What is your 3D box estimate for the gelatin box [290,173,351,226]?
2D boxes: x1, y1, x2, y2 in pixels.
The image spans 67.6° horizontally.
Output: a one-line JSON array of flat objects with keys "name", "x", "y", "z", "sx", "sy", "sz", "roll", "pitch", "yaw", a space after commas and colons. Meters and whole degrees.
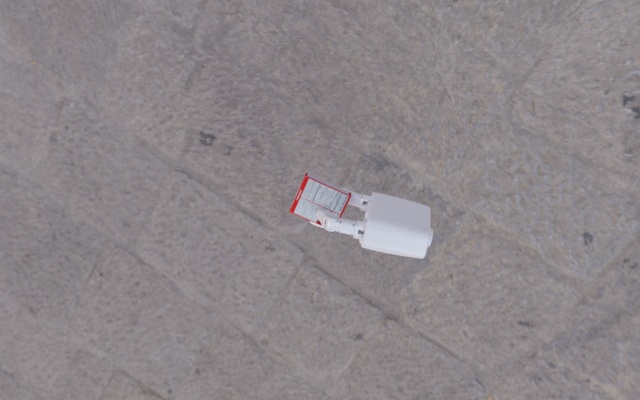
[{"name": "gelatin box", "x": 0.000, "y": 0.003, "z": 0.843, "sx": 0.089, "sy": 0.073, "sz": 0.030, "roll": 24, "pitch": 17, "yaw": -4}]
